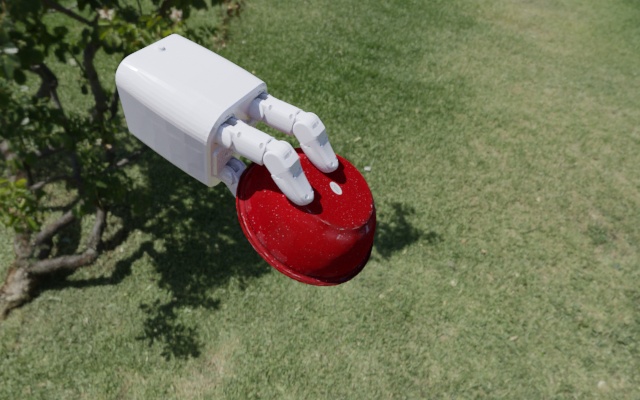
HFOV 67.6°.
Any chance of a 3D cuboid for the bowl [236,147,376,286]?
[{"bbox_3d":[0.001,0.002,0.482,0.162,0.162,0.055,0,-31,-35],"label":"bowl"}]
